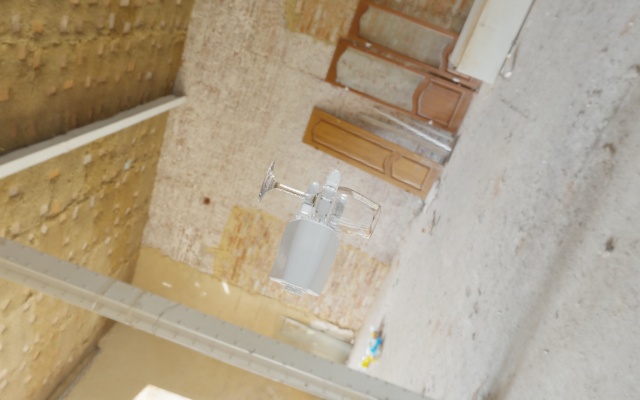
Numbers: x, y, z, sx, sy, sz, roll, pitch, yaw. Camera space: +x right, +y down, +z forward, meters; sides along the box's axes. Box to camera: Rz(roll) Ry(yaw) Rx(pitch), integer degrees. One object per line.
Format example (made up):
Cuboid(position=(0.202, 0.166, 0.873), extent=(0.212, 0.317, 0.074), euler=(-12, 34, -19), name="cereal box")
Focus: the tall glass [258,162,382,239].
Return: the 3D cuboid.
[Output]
Cuboid(position=(0.000, 0.002, 0.819), extent=(0.201, 0.079, 0.079), euler=(20, 0, 0), name="tall glass")
